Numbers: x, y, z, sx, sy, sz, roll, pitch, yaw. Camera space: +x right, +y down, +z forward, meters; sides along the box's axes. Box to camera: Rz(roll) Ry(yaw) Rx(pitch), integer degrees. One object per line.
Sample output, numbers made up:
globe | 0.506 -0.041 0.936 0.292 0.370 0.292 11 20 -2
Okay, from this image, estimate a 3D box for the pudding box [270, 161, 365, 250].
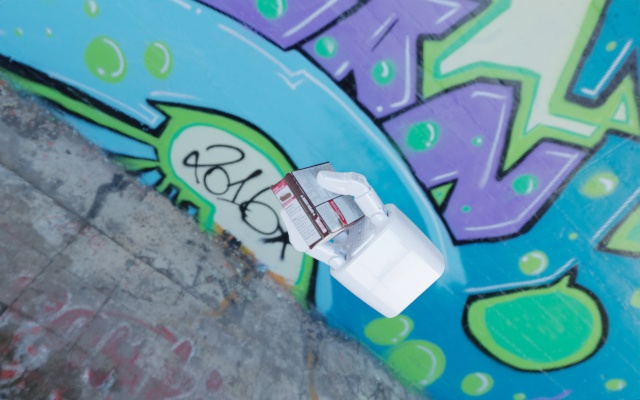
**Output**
pudding box | 0.000 0.002 0.591 0.039 0.090 0.113 -37 -7 26
